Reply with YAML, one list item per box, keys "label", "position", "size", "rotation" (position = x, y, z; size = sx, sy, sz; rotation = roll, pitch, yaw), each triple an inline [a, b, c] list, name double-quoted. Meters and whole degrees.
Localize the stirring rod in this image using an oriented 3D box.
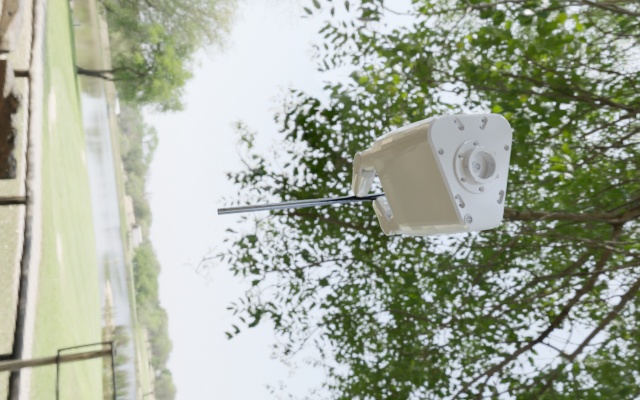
- label: "stirring rod"
  position: [0.000, 0.002, 0.563]
  size: [0.239, 0.011, 0.011]
  rotation: [-5, 2, -20]
